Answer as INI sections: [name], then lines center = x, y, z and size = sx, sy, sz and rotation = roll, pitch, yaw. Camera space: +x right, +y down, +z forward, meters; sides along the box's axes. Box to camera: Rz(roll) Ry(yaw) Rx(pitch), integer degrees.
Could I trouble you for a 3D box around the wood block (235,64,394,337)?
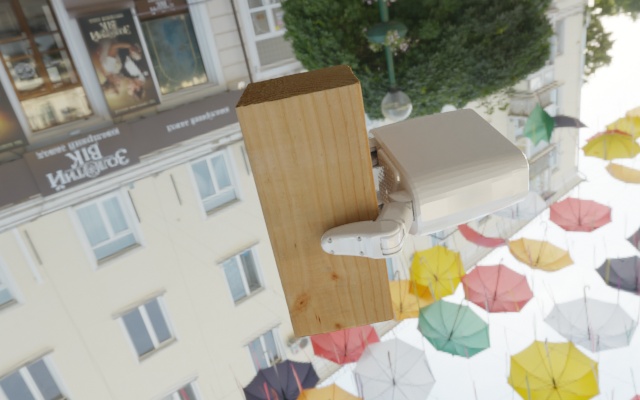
[wood block]
center = 0.001, 0.002, 0.409
size = 0.090, 0.206, 0.090
rotation = -11, 24, 2
